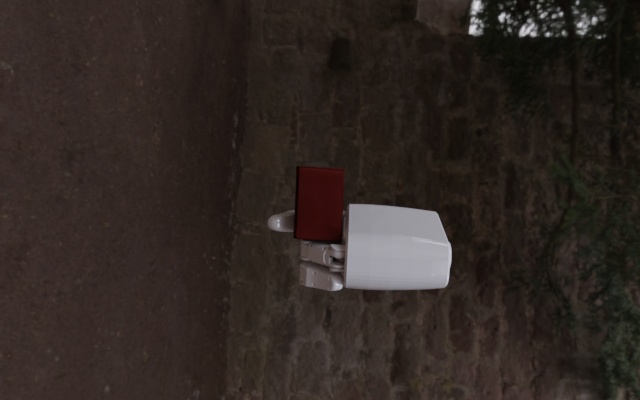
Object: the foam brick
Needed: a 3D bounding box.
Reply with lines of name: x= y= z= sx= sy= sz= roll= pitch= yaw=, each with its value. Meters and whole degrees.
foam brick: x=0.000 y=0.001 z=0.522 sx=0.051 sy=0.078 sz=0.053 roll=3 pitch=6 yaw=4
